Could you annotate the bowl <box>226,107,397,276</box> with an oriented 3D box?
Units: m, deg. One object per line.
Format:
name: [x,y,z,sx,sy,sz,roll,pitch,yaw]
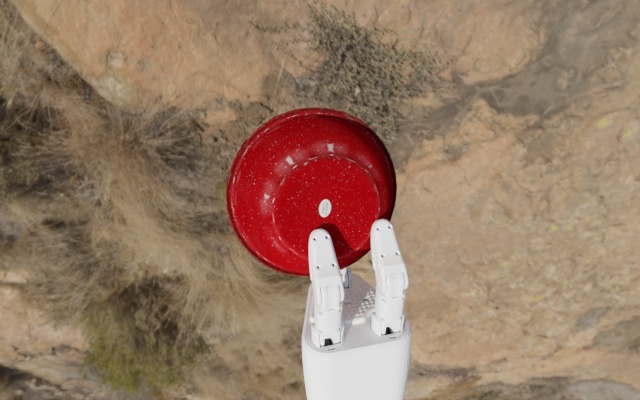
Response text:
bowl: [0.000,0.000,0.418,0.162,0.162,0.055,0,14,-13]
